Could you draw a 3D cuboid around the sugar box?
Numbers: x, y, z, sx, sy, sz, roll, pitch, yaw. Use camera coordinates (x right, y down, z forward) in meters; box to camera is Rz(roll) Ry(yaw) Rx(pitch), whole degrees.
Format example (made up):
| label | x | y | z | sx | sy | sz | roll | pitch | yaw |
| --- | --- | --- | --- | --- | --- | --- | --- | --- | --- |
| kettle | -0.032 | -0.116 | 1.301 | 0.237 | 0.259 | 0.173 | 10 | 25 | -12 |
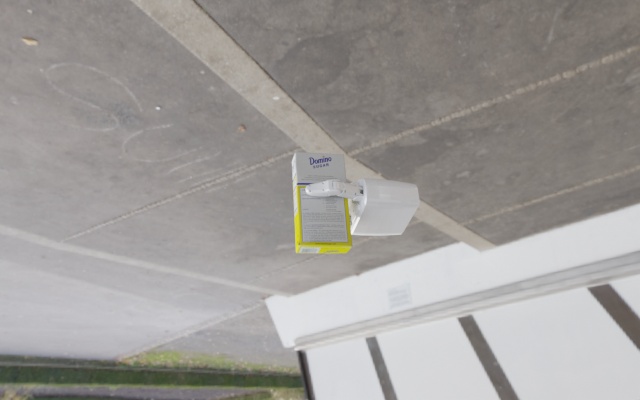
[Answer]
| label | x | y | z | sx | sy | sz | roll | pitch | yaw |
| --- | --- | --- | --- | --- | --- | --- | --- | --- | --- |
| sugar box | 0.000 | 0.003 | 0.838 | 0.093 | 0.176 | 0.048 | 2 | -25 | -12 |
